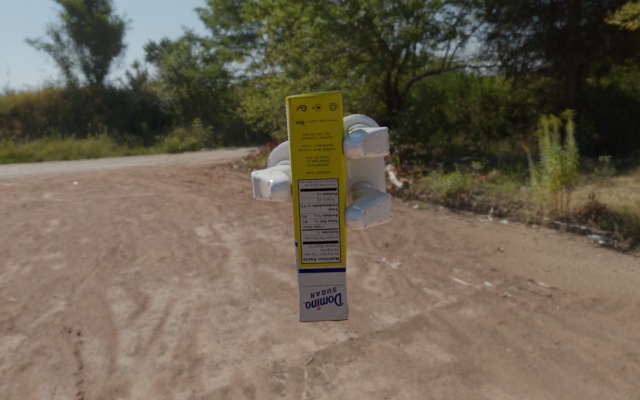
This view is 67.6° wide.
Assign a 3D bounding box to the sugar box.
[{"bbox_3d":[0.001,0.001,0.401,0.048,0.176,0.093,-5,10,2],"label":"sugar box"}]
